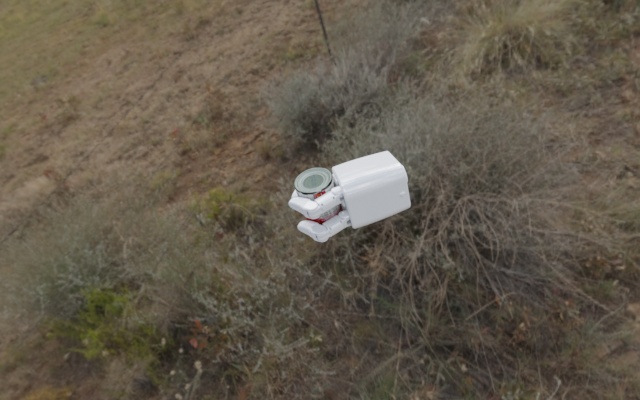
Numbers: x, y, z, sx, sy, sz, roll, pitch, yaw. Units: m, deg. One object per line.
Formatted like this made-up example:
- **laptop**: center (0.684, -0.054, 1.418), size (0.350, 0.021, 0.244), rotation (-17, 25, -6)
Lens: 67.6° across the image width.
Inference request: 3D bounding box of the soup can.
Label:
- **soup can**: center (0.000, 0.003, 0.822), size (0.068, 0.102, 0.068), rotation (-11, 41, 9)
